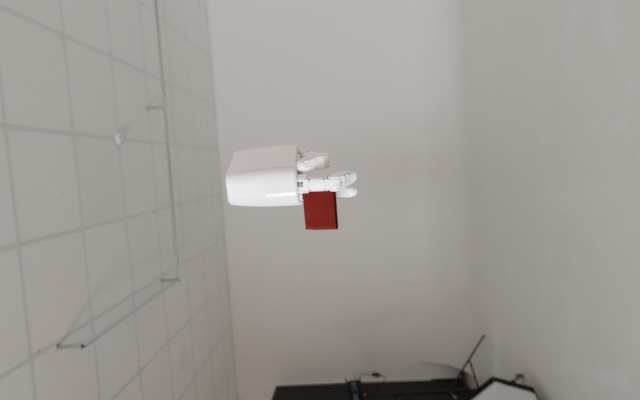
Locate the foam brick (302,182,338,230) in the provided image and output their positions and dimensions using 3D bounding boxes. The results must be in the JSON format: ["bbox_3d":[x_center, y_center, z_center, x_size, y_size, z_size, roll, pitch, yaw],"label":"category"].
[{"bbox_3d":[0.000,0.003,0.755,0.051,0.078,0.053,-4,15,2],"label":"foam brick"}]
